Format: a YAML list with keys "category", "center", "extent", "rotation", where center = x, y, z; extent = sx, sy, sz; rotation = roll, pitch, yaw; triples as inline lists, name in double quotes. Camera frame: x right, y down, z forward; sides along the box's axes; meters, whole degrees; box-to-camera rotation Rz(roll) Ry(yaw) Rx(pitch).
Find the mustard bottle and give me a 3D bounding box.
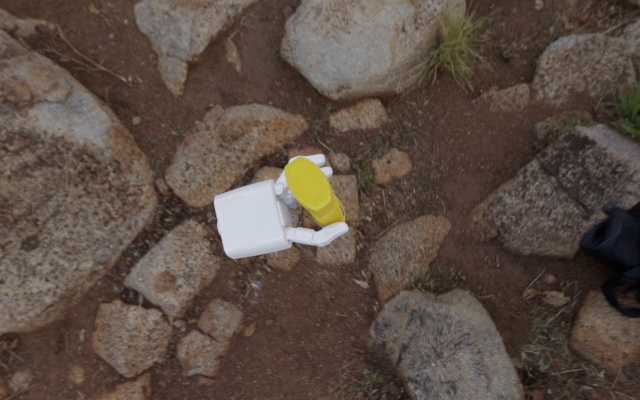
- category: "mustard bottle"
  center: [0.000, 0.002, 0.802]
  extent: [0.058, 0.096, 0.192]
  rotation: [-37, -23, -1]
